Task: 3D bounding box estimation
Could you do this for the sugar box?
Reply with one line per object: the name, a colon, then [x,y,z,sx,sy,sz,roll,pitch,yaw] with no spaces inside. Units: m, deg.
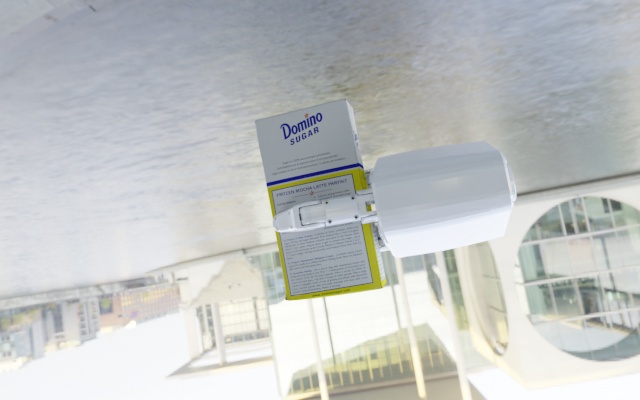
sugar box: [0.000,0.002,0.455,0.093,0.176,0.048,-11,-6,12]
